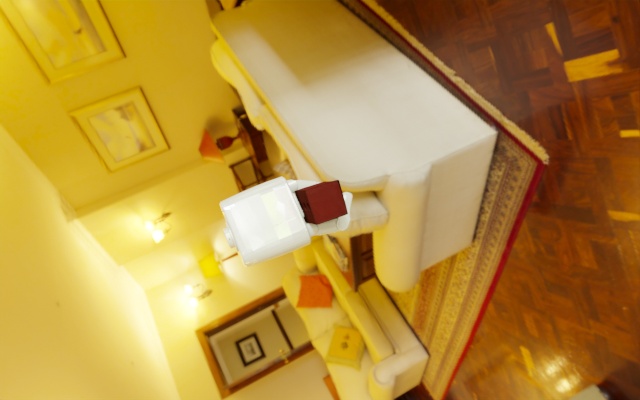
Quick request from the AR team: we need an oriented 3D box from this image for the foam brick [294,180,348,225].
[{"bbox_3d":[0.000,0.002,0.703,0.051,0.053,0.078,-18,4,-14],"label":"foam brick"}]
